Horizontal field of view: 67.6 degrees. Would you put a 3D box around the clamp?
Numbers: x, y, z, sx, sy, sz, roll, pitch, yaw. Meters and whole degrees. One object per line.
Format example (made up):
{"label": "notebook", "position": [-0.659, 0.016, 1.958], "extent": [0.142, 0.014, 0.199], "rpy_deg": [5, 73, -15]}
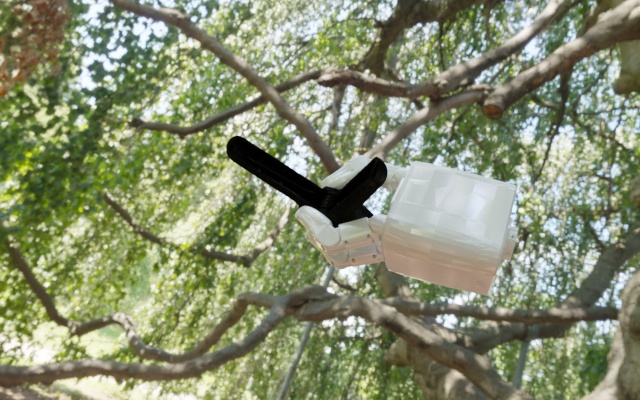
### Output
{"label": "clamp", "position": [0.001, 0.001, 0.507], "extent": [0.164, 0.036, 0.210], "rpy_deg": [16, -23, 21]}
